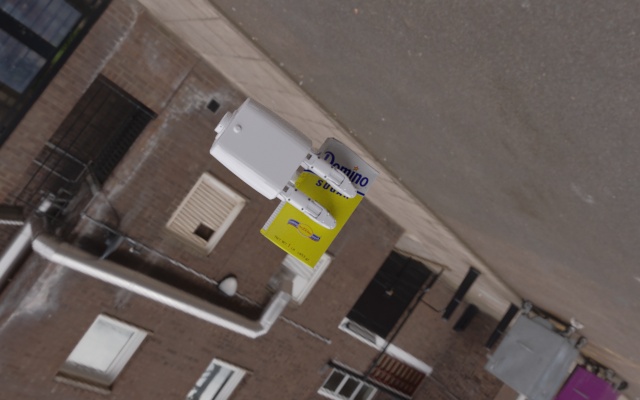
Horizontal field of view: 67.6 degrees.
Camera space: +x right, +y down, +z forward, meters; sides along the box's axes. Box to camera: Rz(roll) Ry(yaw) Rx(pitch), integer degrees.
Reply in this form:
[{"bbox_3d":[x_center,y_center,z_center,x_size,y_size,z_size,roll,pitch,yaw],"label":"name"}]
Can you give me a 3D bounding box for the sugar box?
[{"bbox_3d":[0.000,0.002,0.710,0.093,0.176,0.048,36,-3,-16],"label":"sugar box"}]
